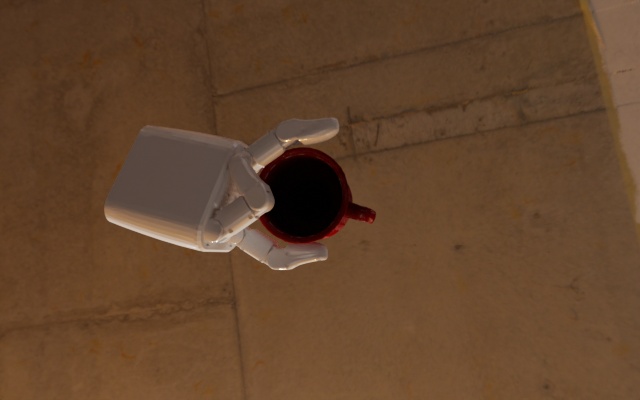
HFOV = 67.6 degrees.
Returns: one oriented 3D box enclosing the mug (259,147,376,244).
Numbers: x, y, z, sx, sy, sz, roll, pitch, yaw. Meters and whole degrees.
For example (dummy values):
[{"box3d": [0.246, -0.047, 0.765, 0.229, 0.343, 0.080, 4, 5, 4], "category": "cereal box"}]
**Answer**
[{"box3d": [0.002, 0.002, 0.490, 0.117, 0.093, 0.081, 13, -3, 12], "category": "mug"}]
